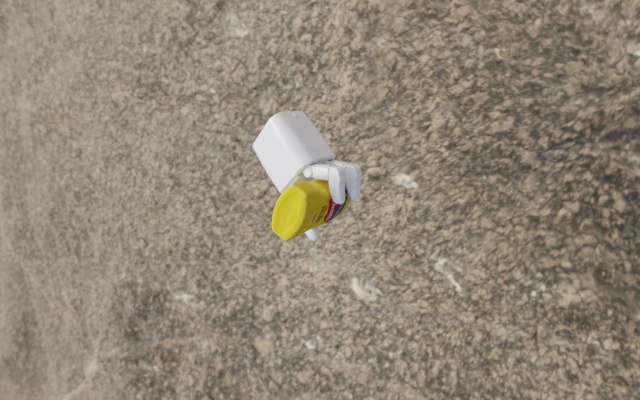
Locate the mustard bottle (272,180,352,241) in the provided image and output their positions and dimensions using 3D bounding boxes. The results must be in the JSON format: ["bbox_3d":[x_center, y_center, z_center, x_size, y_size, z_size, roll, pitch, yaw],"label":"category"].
[{"bbox_3d":[0.000,0.003,0.820,0.058,0.096,0.191,35,28,22],"label":"mustard bottle"}]
